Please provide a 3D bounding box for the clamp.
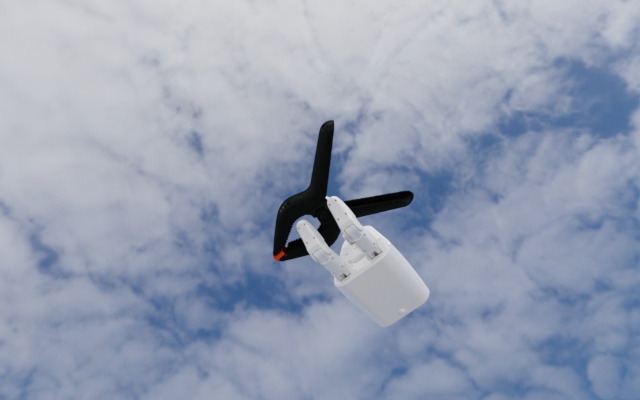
[{"bbox_3d":[0.000,0.002,0.660,0.210,0.164,0.036,-38,20,15],"label":"clamp"}]
